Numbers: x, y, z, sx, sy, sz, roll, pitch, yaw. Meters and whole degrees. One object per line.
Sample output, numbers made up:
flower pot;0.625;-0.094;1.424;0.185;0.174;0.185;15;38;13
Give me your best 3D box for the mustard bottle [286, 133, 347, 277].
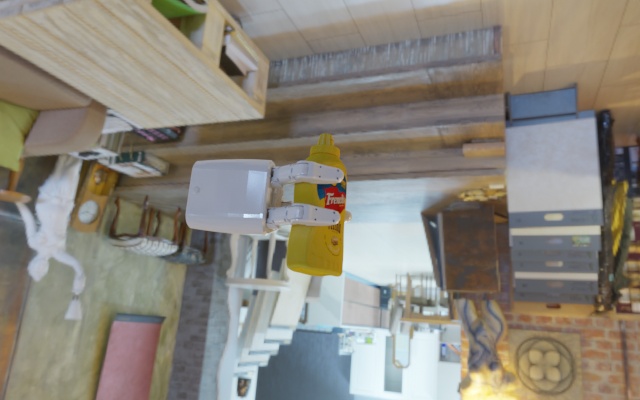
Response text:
mustard bottle;0.000;0.002;0.639;0.058;0.191;0.096;-5;-17;32
